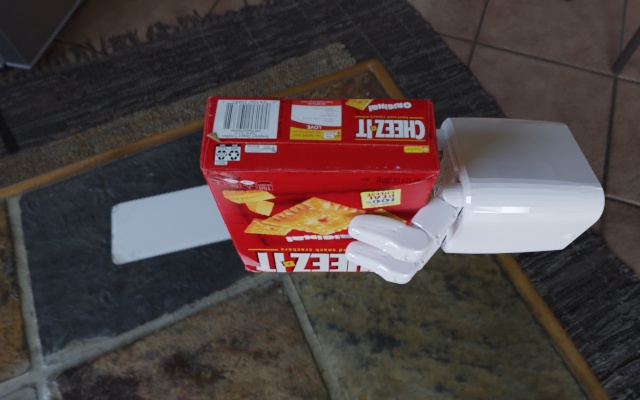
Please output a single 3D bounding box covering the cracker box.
[{"bbox_3d":[0.000,0.001,0.421,0.164,0.072,0.214,1,-27,1],"label":"cracker box"}]
